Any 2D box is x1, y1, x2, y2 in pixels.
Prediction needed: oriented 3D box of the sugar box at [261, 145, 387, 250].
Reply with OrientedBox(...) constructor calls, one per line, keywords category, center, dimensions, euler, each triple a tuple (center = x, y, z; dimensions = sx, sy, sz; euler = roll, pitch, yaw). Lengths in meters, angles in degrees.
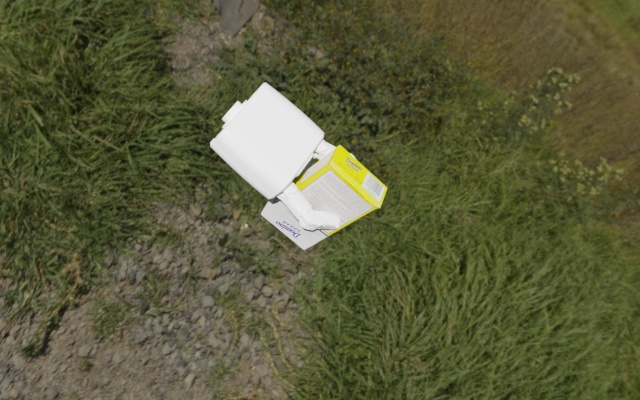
OrientedBox(category="sugar box", center=(0.000, 0.002, 0.678), dimensions=(0.093, 0.048, 0.176), euler=(41, -40, -15))
